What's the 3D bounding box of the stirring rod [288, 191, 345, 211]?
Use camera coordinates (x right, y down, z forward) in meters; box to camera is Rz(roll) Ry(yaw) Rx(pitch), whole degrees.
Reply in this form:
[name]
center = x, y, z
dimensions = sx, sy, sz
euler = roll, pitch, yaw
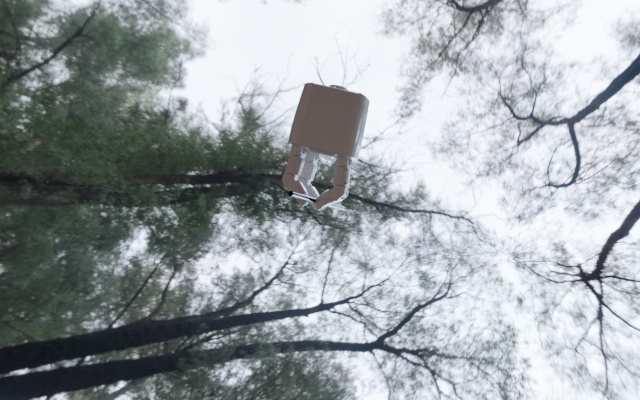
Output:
[stirring rod]
center = 0.000, 0.003, 0.809
dimensions = 0.011, 0.011, 0.239
euler = 0, -6, 21
